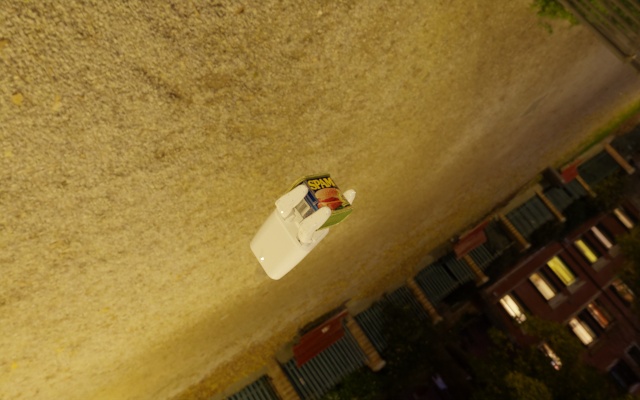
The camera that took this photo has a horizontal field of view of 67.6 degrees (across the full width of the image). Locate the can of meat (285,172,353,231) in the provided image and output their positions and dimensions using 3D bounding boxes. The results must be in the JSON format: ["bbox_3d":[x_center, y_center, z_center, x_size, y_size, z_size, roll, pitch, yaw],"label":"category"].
[{"bbox_3d":[0.000,0.003,0.844,0.102,0.084,0.057,-13,-28,-53],"label":"can of meat"}]
